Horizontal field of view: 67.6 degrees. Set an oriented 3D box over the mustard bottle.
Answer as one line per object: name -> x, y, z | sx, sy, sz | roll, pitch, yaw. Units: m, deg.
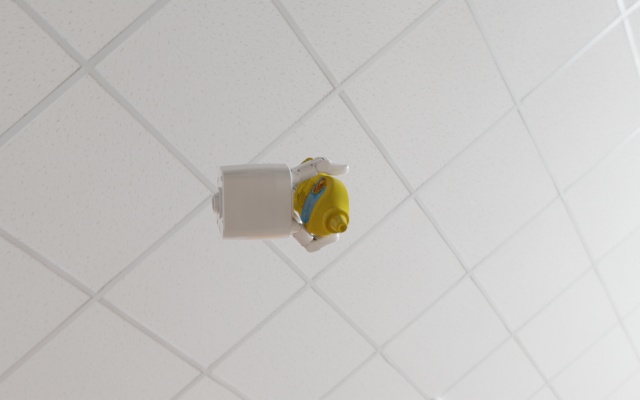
mustard bottle -> 0.000, 0.003, 0.778 | 0.058, 0.096, 0.191 | 23, 13, -27
